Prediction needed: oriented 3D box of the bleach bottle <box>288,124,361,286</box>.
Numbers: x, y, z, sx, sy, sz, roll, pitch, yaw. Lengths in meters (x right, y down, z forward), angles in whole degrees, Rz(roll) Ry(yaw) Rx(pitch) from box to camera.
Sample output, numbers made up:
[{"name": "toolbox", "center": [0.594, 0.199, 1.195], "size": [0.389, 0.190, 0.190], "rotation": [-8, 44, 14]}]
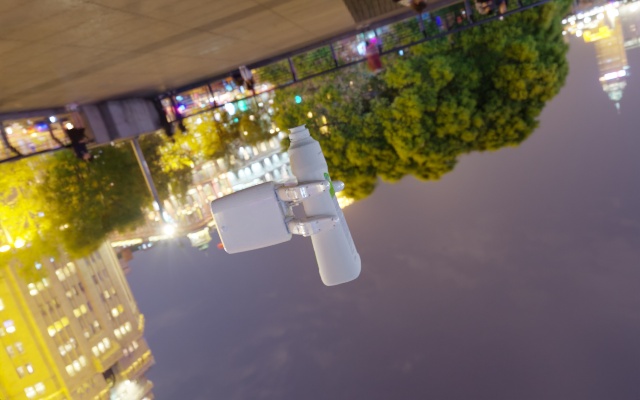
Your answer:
[{"name": "bleach bottle", "center": [0.000, 0.003, 0.763], "size": [0.068, 0.251, 0.102], "rotation": [-16, 12, 6]}]
